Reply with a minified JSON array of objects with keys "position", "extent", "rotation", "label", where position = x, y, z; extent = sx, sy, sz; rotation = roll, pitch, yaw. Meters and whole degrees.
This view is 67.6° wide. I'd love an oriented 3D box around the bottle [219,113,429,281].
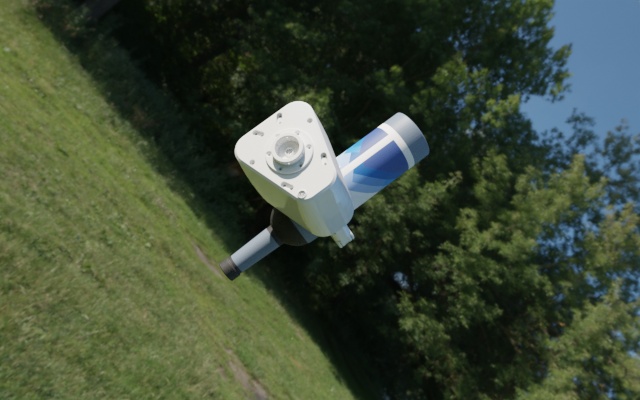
[{"position":[0.000,0.002,0.602],"extent":[0.295,0.069,0.069],"rotation":[-36,3,-4],"label":"bottle"}]
